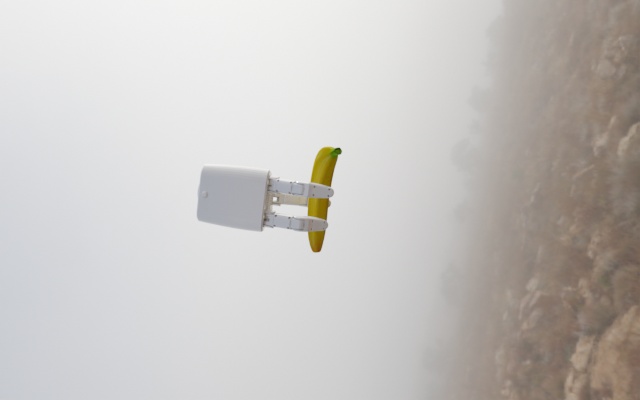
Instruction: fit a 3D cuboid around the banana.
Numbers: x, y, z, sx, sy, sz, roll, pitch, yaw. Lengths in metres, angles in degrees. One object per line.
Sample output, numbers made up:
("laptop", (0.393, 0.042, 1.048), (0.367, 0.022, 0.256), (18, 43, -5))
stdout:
("banana", (0.000, -0.010, 0.779), (0.037, 0.198, 0.069), (6, 31, -6))
